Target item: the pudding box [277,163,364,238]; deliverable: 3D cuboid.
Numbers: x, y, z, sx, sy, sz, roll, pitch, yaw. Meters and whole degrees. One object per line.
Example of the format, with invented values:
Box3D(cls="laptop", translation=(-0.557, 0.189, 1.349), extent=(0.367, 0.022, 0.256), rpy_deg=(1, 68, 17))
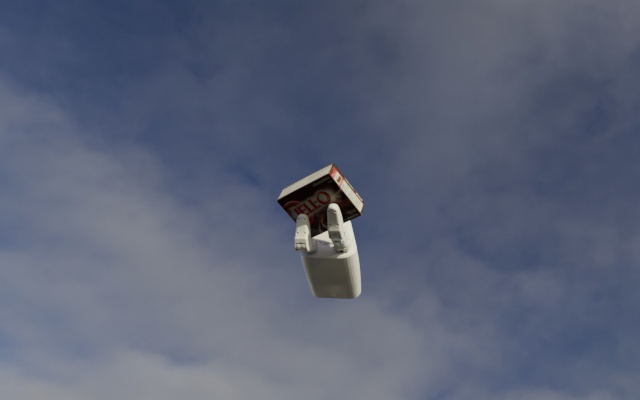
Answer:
Box3D(cls="pudding box", translation=(0.000, 0.002, 0.771), extent=(0.113, 0.090, 0.039), rpy_deg=(-28, 25, 29))
